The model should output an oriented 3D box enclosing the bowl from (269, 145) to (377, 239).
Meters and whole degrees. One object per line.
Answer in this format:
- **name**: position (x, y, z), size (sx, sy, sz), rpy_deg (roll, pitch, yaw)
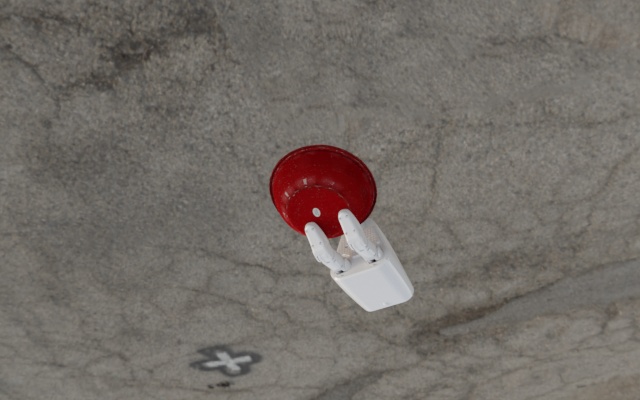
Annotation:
- **bowl**: position (-0.001, 0.002, 0.690), size (0.162, 0.162, 0.055), rpy_deg (0, 35, 9)
